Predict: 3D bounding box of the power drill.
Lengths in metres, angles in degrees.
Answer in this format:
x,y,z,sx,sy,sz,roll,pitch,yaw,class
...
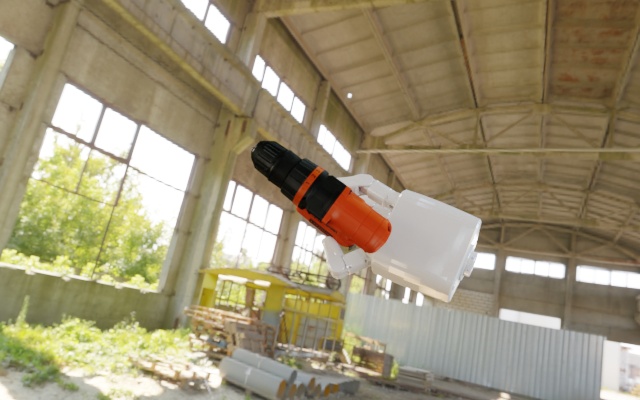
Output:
x,y,z,sx,sy,sz,roll,pitch,yaw,class
0.000,0.002,0.607,0.184,0.057,0.187,38,-3,6,power drill
